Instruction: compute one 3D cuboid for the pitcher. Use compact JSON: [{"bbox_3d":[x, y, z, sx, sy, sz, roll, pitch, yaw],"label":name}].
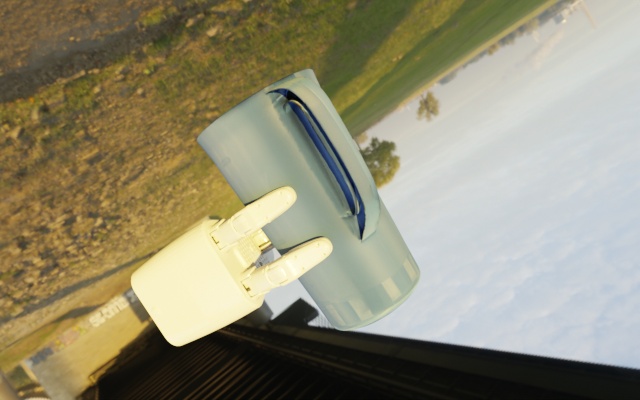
[{"bbox_3d":[0.000,0.002,0.472,0.145,0.243,0.149,-31,5,17],"label":"pitcher"}]
